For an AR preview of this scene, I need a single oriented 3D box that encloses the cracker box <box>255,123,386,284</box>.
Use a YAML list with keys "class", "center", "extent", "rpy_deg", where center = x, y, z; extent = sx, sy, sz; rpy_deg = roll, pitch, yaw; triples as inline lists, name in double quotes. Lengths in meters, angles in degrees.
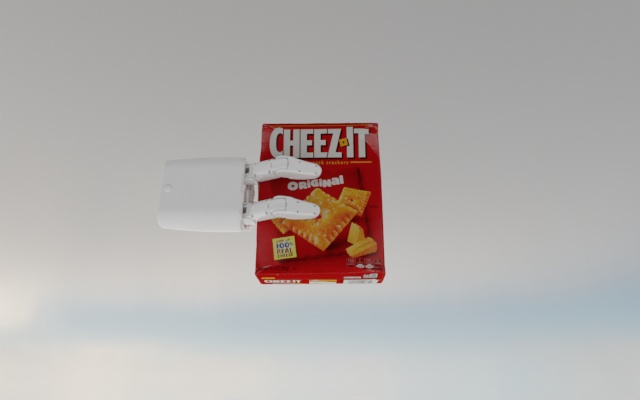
- class: "cracker box"
  center: [0.000, 0.002, 0.642]
  extent: [0.164, 0.213, 0.072]
  rpy_deg: [0, -20, 0]
